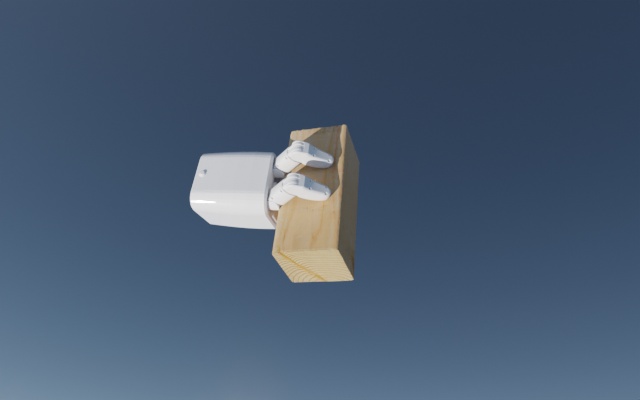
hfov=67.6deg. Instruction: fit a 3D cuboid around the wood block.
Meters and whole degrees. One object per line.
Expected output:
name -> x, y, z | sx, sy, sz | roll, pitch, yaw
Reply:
wood block -> 0.000, 0.003, 0.679 | 0.090, 0.206, 0.091 | -5, -35, 15
